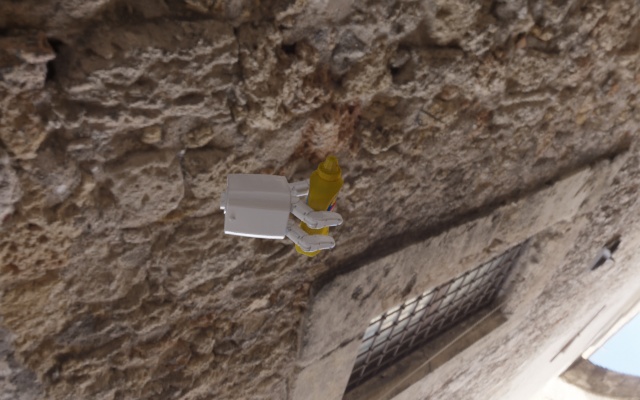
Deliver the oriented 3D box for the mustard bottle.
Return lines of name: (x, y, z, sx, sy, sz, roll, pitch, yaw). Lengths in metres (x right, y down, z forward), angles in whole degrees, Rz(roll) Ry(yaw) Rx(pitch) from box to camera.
mustard bottle: (0.000, 0.003, 0.853, 0.058, 0.192, 0.096, 19, 38, 6)
